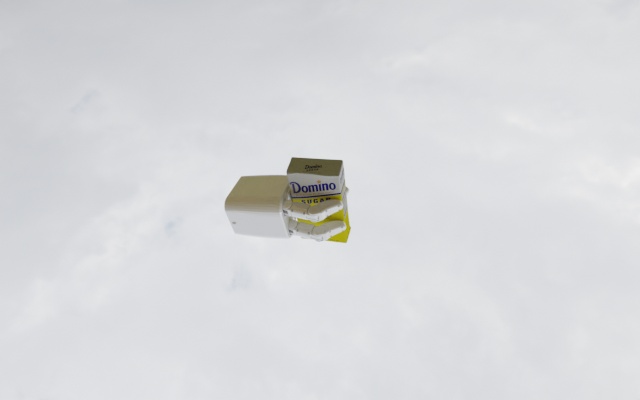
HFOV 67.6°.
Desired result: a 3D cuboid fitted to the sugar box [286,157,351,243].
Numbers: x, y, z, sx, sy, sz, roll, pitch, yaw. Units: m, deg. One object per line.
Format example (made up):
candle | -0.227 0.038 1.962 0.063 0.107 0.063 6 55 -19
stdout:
sugar box | 0.000 0.003 0.851 0.093 0.048 0.176 4 -40 14
